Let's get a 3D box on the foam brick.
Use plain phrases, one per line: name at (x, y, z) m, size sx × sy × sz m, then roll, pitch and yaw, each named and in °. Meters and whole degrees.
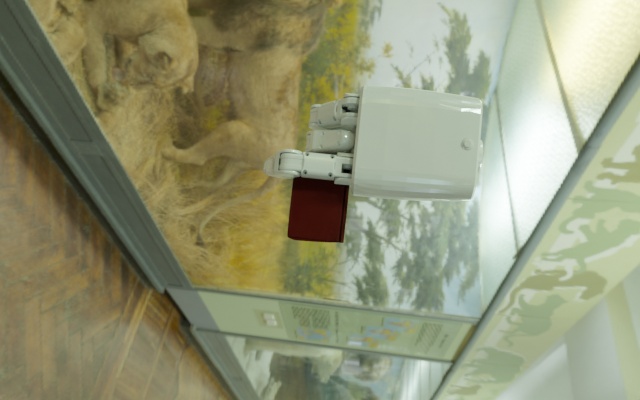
foam brick at (0.000, 0.002, 0.459) m, size 0.051 × 0.078 × 0.053 m, roll 6°, pitch -5°, yaw 5°
